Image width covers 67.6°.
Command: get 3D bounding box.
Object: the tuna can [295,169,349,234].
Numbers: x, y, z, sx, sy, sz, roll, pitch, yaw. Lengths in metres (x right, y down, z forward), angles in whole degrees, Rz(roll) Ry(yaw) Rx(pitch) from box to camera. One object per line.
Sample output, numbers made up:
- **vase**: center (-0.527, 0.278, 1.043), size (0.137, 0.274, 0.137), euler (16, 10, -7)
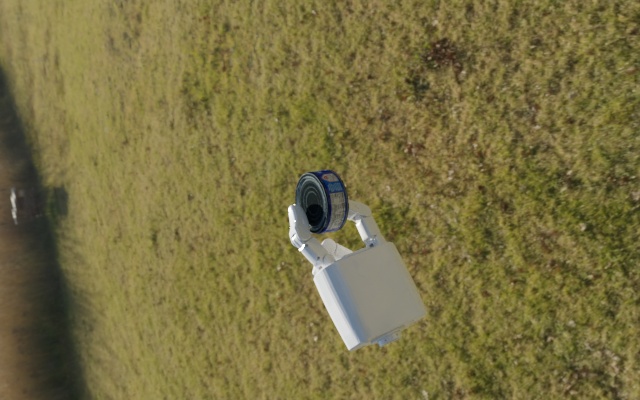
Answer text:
- **tuna can**: center (0.000, 0.002, 0.646), size (0.034, 0.086, 0.086), euler (-8, 4, -32)
